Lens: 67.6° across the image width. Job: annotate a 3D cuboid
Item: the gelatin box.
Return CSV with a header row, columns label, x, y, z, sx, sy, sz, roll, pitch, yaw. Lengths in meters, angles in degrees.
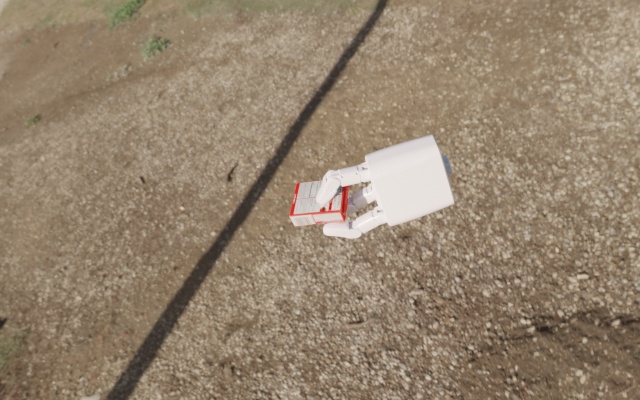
label,x,y,z,sx,sy,sz,roll,pitch,yaw
gelatin box,0.000,0.002,0.767,0.089,0.073,0.030,-6,-43,17
